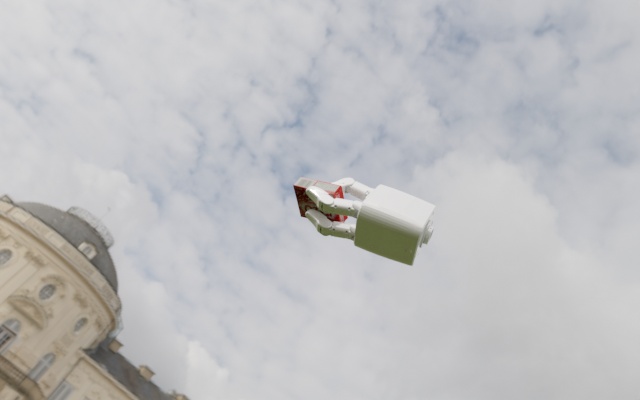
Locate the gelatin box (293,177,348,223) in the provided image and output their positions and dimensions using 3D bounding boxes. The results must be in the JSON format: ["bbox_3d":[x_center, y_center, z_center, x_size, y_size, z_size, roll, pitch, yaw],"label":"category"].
[{"bbox_3d":[0.000,0.002,0.843,0.089,0.073,0.030,13,44,30],"label":"gelatin box"}]
